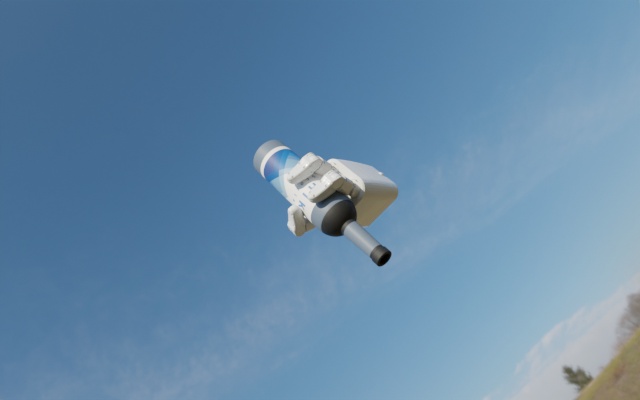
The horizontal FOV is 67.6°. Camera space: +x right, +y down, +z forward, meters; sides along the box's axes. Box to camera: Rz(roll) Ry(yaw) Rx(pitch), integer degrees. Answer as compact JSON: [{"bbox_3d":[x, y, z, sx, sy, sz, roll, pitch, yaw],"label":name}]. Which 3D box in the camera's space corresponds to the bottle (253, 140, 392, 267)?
[{"bbox_3d":[0.000,0.002,0.750,0.069,0.069,0.295,0,33,-46],"label":"bottle"}]
